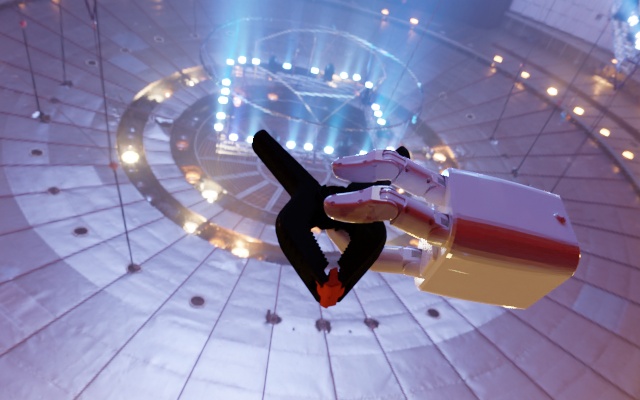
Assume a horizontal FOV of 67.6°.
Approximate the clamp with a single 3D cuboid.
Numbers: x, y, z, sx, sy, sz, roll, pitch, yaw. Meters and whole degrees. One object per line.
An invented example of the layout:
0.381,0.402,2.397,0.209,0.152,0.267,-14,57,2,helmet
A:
0.000,0.002,0.432,0.164,0.036,0.209,10,41,2,clamp
